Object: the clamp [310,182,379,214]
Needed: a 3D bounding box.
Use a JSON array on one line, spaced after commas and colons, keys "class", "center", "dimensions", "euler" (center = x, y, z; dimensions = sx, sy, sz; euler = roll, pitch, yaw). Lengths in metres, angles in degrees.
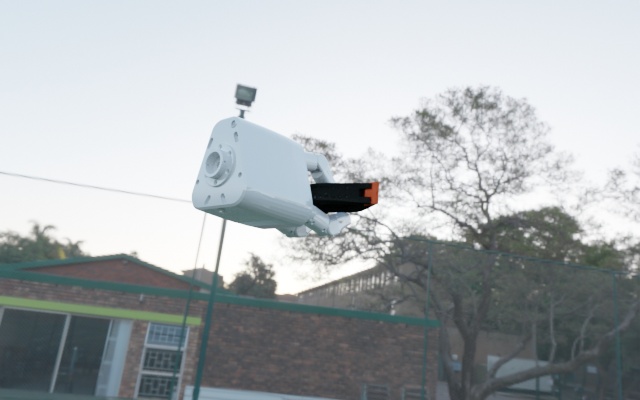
[{"class": "clamp", "center": [0.000, 0.001, 0.652], "dimensions": [0.210, 0.036, 0.164], "euler": [-5, -13, 39]}]
